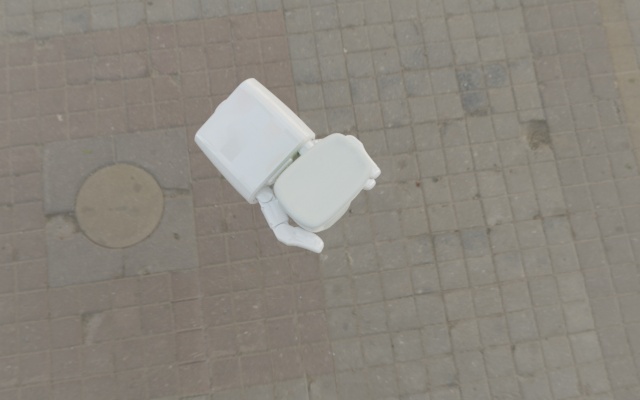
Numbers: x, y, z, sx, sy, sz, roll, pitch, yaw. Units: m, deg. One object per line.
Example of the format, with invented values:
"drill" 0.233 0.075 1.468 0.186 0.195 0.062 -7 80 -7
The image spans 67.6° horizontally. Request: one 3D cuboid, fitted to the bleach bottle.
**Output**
"bleach bottle" 0.000 0.002 0.591 0.102 0.068 0.251 -43 -7 -10
